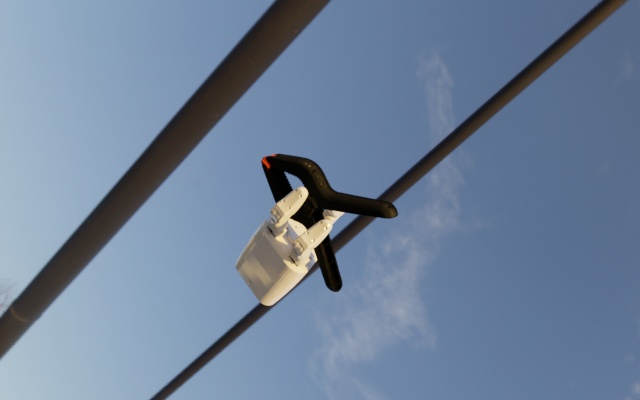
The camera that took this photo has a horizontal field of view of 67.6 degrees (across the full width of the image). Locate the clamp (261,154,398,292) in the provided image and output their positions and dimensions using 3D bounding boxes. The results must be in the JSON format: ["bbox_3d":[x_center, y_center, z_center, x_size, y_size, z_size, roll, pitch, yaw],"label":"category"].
[{"bbox_3d":[0.000,0.002,0.651,0.036,0.210,0.165,-20,-24,-51],"label":"clamp"}]
